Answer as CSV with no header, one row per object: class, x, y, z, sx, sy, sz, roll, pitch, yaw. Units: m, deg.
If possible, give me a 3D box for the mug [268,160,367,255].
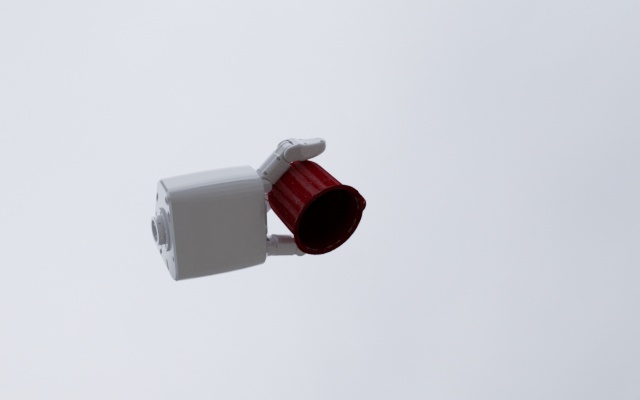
mug,0.001,0.001,0.569,0.117,0.093,0.081,-10,35,-31
